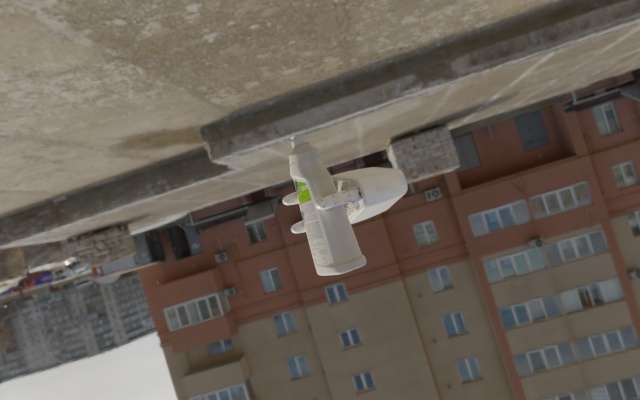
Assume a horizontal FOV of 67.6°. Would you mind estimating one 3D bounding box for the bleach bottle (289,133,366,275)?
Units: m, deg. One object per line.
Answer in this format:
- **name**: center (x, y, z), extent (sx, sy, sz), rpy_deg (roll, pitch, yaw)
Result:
- **bleach bottle**: center (0.000, 0.003, 0.841), extent (0.068, 0.251, 0.102), rpy_deg (-16, -2, -30)
